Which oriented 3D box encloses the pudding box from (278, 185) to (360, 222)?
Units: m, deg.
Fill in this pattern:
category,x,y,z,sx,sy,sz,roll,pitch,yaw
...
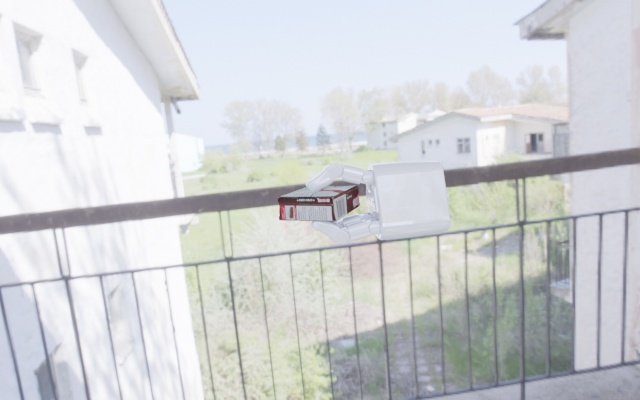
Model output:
category,x,y,z,sx,sy,sz,roll,pitch,yaw
pudding box,0.000,0.002,0.718,0.090,0.039,0.113,-1,9,23
